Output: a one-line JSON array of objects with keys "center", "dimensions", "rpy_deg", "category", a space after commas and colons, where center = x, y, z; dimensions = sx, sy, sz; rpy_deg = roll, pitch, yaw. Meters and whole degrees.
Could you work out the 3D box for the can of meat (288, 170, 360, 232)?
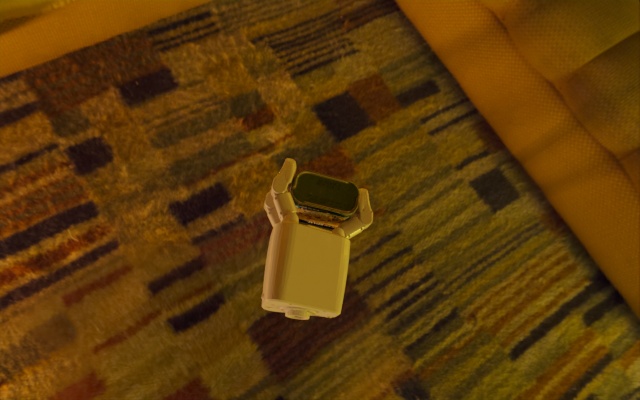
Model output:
[{"center": [0.000, 0.002, 0.700], "dimensions": [0.102, 0.057, 0.084], "rpy_deg": [14, -22, -7], "category": "can of meat"}]
